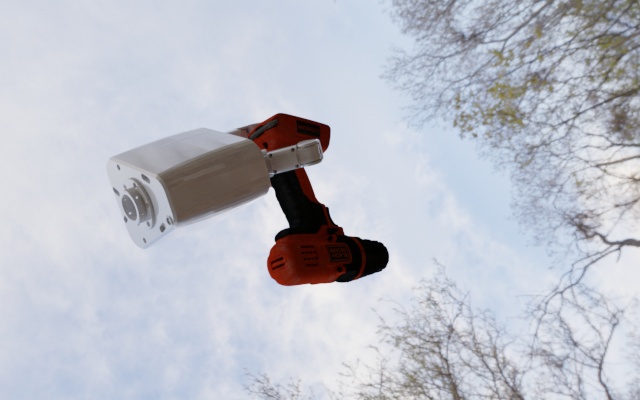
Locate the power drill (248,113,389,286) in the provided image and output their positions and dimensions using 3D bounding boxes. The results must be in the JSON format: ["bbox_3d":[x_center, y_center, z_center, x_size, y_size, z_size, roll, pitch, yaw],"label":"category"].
[{"bbox_3d":[0.000,0.001,0.537,0.057,0.187,0.184,-29,-20,33],"label":"power drill"}]
